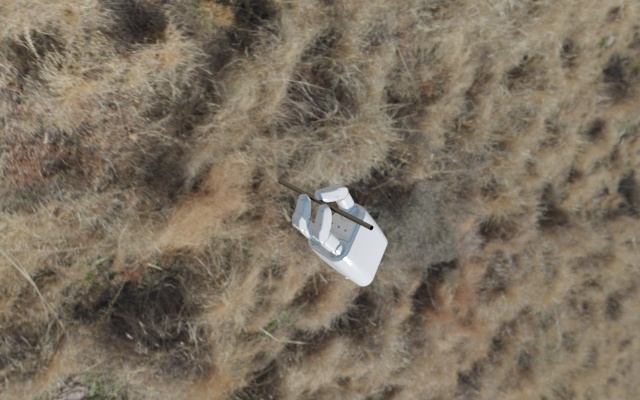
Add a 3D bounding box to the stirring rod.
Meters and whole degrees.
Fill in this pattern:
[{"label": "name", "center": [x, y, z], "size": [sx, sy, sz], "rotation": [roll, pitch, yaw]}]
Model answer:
[{"label": "stirring rod", "center": [0.000, 0.002, 0.774], "size": [0.011, 0.011, 0.239], "rotation": [0, 18, -40]}]
